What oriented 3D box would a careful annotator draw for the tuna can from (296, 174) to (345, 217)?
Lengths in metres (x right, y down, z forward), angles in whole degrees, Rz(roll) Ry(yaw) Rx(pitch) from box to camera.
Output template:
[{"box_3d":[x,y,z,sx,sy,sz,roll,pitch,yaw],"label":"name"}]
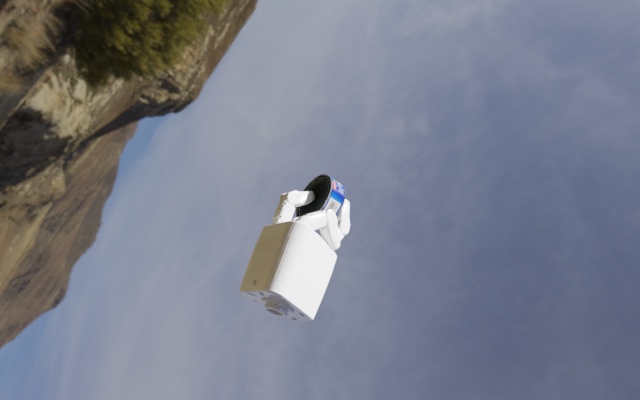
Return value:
[{"box_3d":[0.001,0.003,0.772,0.034,0.086,0.086,33,-17,-28],"label":"tuna can"}]
